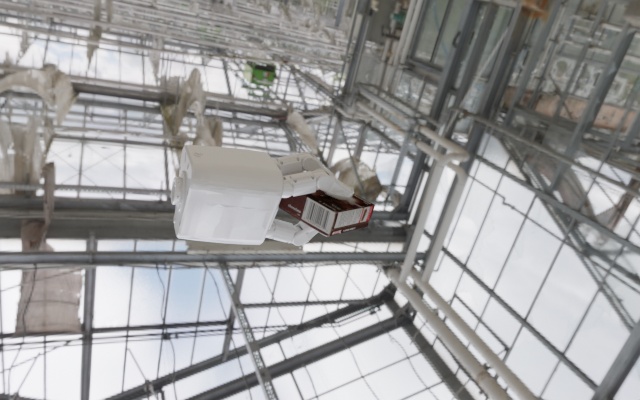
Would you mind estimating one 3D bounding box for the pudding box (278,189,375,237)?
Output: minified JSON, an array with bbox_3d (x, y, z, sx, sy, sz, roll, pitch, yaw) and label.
[{"bbox_3d":[0.000,0.002,0.629,0.113,0.039,0.090,31,24,31],"label":"pudding box"}]
